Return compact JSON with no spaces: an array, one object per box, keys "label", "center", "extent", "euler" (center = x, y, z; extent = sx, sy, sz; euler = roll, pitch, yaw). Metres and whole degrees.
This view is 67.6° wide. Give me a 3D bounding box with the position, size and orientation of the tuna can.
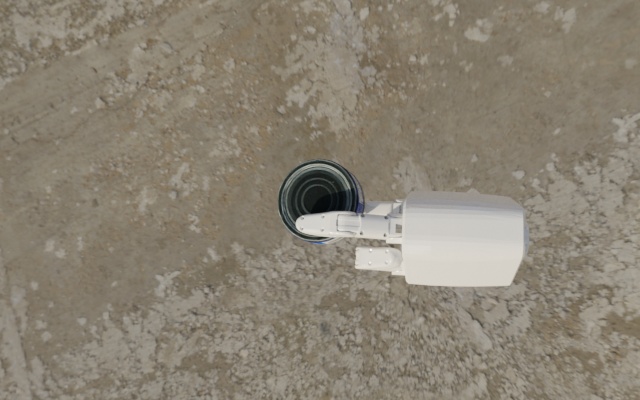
[{"label":"tuna can","center":[0.000,0.002,0.486],"extent":[0.086,0.086,0.034],"euler":[0,-8,17]}]
